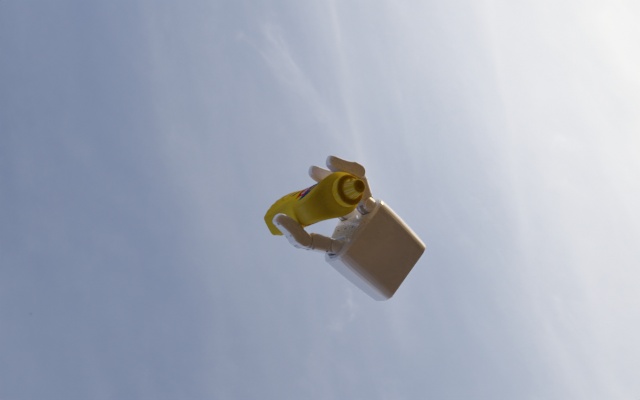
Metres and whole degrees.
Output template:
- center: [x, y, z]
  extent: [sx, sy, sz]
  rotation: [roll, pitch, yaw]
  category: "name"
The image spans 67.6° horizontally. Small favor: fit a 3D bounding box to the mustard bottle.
- center: [0.000, 0.002, 0.666]
  extent: [0.096, 0.058, 0.192]
  rotation: [-28, 4, -33]
  category: "mustard bottle"
